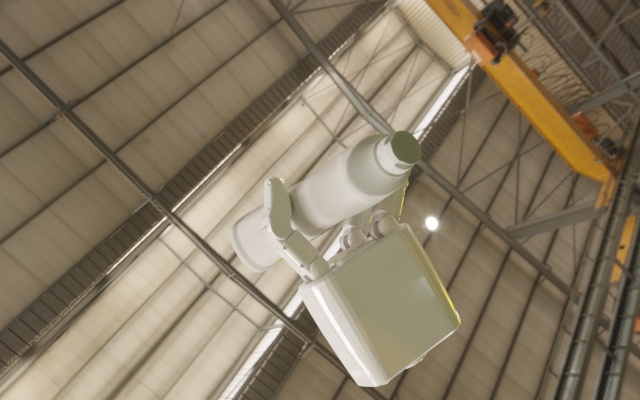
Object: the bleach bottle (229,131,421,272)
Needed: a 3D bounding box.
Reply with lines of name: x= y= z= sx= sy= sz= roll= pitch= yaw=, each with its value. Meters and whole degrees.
bleach bottle: x=0.000 y=0.001 z=0.458 sx=0.102 sy=0.068 sz=0.251 roll=-32 pitch=-1 yaw=-34
